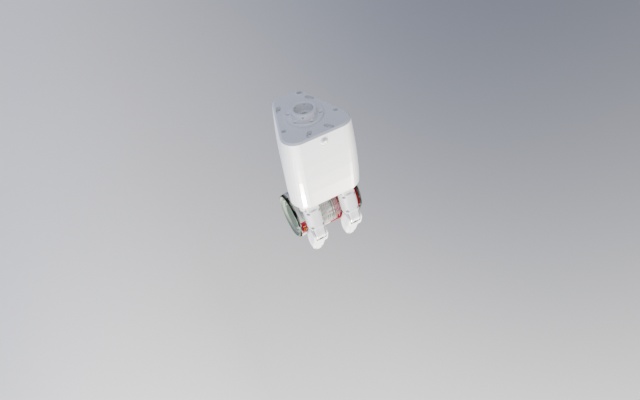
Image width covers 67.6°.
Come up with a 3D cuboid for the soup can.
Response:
[{"bbox_3d":[0.000,0.003,0.698,0.102,0.068,0.068,-25,7,-15],"label":"soup can"}]
